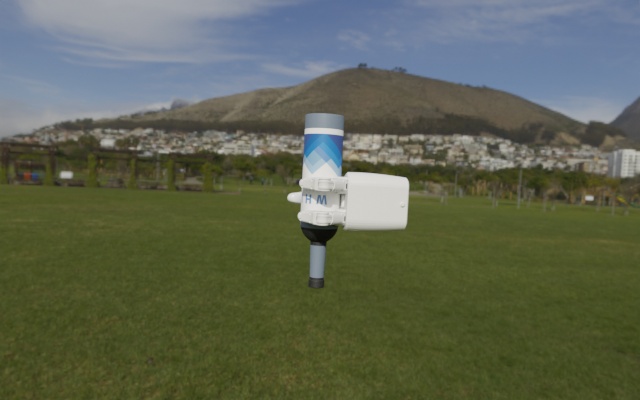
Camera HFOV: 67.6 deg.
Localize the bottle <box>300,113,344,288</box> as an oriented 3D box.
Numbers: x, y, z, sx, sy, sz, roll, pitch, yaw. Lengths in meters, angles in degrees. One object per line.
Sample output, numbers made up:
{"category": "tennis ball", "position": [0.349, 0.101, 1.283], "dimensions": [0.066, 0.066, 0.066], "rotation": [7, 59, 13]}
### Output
{"category": "bottle", "position": [0.000, 0.002, 0.821], "dimensions": [0.069, 0.296, 0.069], "rotation": [3, 3, 0]}
